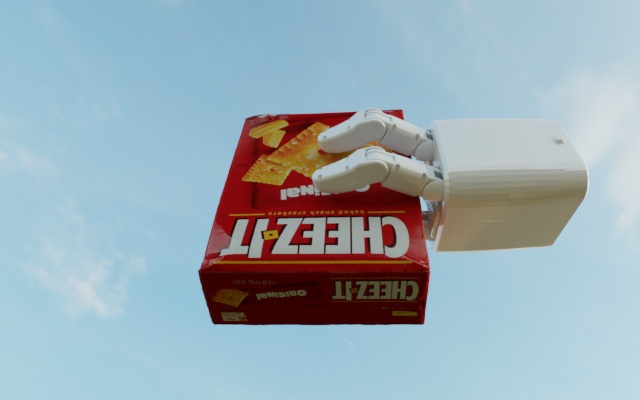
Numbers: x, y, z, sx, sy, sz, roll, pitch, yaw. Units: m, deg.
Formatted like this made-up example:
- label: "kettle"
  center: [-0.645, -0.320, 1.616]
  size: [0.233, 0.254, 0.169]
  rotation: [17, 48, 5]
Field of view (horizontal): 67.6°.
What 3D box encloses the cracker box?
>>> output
- label: "cracker box"
  center: [0.000, 0.001, 0.421]
  size: [0.164, 0.072, 0.213]
  rotation: [-1, 40, 4]
